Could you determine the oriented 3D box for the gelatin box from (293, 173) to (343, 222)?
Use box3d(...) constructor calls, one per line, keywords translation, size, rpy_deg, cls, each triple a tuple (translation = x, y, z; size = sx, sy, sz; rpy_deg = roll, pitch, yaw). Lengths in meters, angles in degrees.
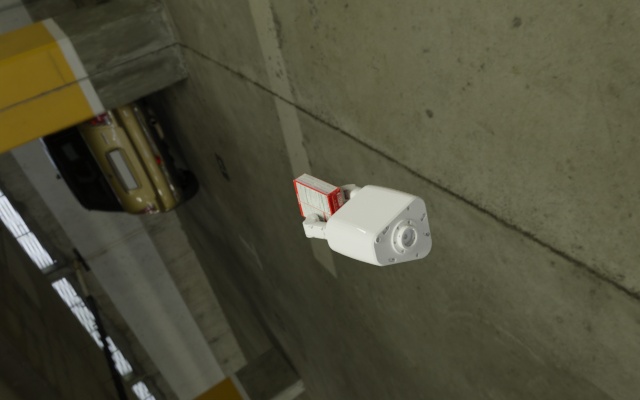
box3d(translation=(0.000, 0.003, 0.781), size=(0.030, 0.073, 0.089), rpy_deg=(-34, 39, -30), cls="gelatin box")
